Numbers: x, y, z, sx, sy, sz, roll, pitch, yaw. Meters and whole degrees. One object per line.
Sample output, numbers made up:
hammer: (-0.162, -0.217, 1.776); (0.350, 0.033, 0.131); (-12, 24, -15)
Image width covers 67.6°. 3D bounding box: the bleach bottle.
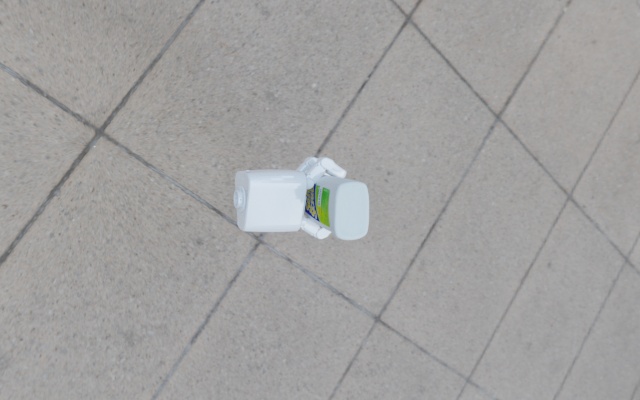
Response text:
bleach bottle: (0.000, 0.003, 0.899); (0.068, 0.102, 0.251); (-2, 7, -25)
